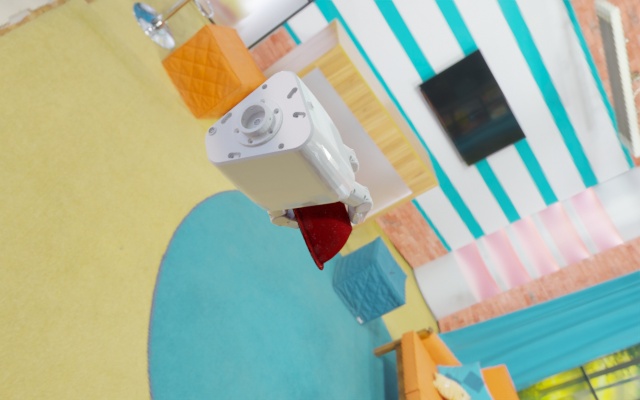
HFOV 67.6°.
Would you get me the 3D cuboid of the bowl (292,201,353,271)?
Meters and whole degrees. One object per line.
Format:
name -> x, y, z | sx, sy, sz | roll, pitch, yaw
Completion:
bowl -> 0.001, 0.002, 0.595 | 0.055, 0.162, 0.162 | -19, -1, 3
